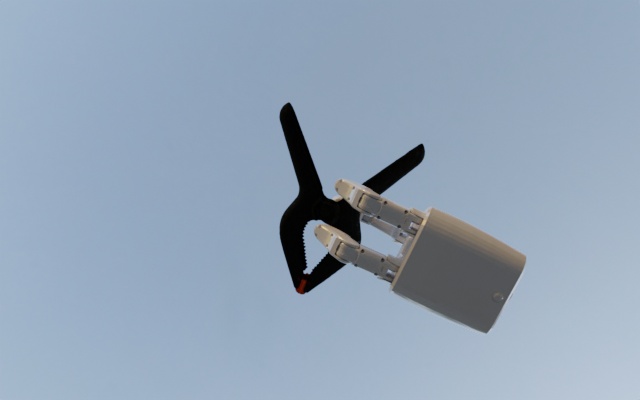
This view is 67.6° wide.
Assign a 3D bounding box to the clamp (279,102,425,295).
[{"bbox_3d":[0.000,0.002,0.539,0.164,0.210,0.036,26,12,7],"label":"clamp"}]
